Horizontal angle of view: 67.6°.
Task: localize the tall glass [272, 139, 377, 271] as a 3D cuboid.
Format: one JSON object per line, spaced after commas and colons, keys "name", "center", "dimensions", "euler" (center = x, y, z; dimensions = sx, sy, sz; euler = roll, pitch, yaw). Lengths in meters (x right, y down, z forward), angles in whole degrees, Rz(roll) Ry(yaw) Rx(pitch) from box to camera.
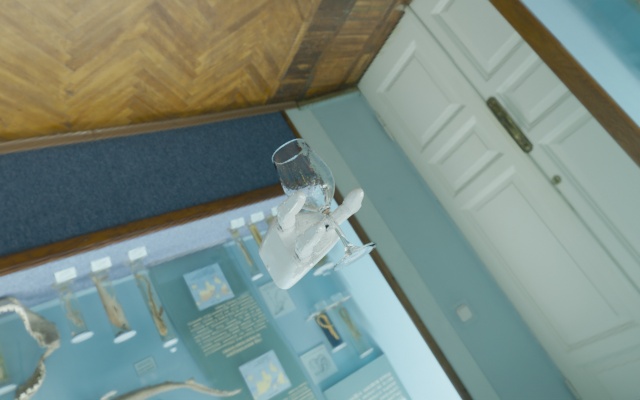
{"name": "tall glass", "center": [0.001, 0.003, 0.724], "dimensions": [0.079, 0.201, 0.079], "euler": [-29, -18, -10]}
